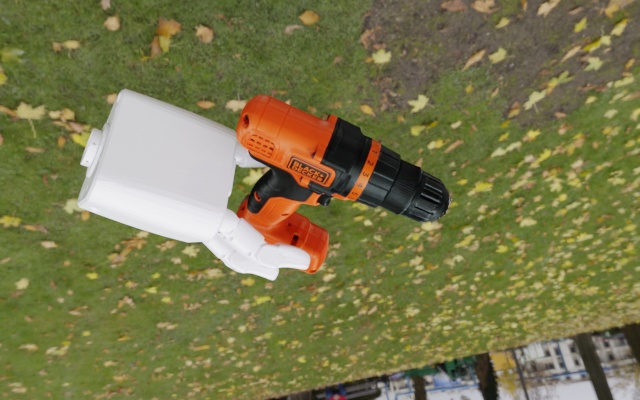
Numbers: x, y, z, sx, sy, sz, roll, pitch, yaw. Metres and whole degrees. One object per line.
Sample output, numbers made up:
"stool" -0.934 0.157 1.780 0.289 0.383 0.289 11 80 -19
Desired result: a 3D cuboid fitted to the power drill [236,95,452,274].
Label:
"power drill" 0.000 0.002 0.443 0.184 0.057 0.188 26 -37 -5
